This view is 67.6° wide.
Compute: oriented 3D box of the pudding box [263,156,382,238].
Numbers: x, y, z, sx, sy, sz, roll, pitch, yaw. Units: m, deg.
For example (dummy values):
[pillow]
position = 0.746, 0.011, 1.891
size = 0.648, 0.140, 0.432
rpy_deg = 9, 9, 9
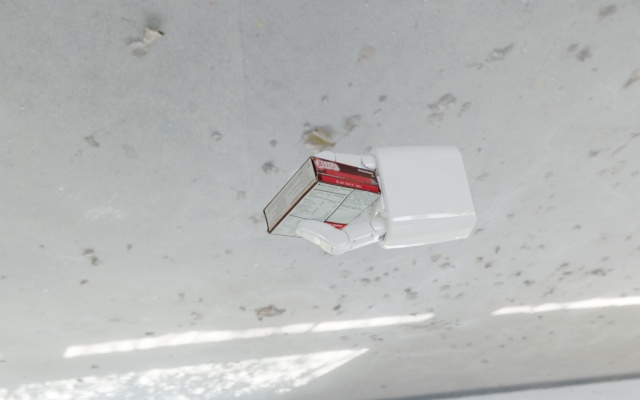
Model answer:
[pudding box]
position = 0.000, 0.002, 0.546
size = 0.090, 0.039, 0.113
rpy_deg = 11, -41, -33
